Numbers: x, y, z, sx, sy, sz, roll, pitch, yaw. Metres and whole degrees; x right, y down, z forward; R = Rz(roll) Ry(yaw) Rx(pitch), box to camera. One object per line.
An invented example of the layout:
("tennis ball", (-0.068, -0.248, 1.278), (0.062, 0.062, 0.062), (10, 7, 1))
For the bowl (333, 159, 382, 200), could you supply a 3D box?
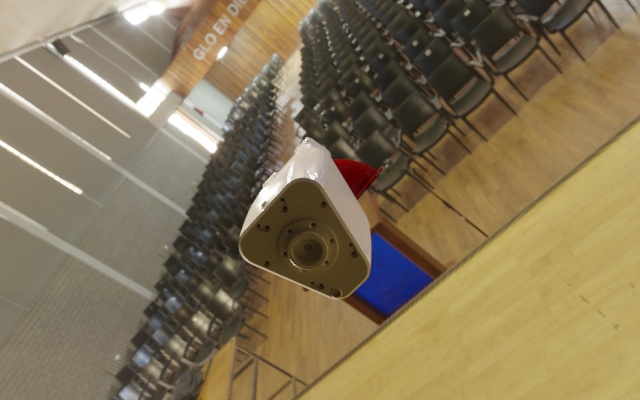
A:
("bowl", (0.000, 0.002, 0.580), (0.055, 0.162, 0.162), (43, 0, 0))
